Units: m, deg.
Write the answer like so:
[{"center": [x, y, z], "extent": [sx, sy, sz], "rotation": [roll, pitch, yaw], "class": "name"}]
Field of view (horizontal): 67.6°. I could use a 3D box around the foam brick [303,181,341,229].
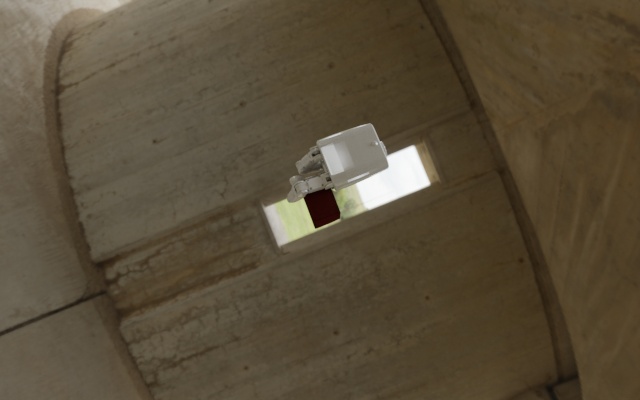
[{"center": [0.000, 0.003, 0.872], "extent": [0.051, 0.078, 0.053], "rotation": [-19, -16, -5], "class": "foam brick"}]
